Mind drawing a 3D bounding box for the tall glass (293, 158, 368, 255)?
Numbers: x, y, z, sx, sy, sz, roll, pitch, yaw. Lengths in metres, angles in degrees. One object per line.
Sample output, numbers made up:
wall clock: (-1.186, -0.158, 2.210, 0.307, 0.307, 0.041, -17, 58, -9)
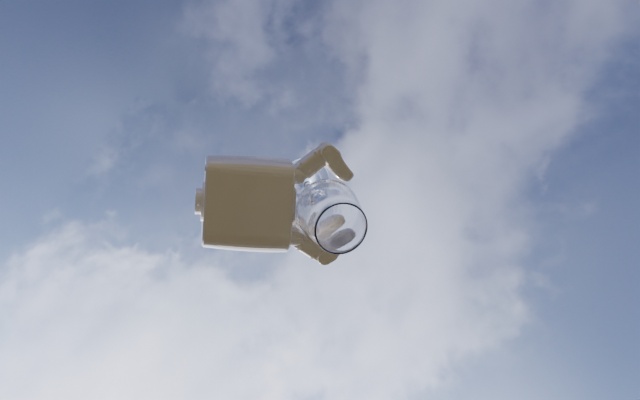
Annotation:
tall glass: (0.000, 0.002, 0.619, 0.079, 0.079, 0.201, 0, 17, -15)
